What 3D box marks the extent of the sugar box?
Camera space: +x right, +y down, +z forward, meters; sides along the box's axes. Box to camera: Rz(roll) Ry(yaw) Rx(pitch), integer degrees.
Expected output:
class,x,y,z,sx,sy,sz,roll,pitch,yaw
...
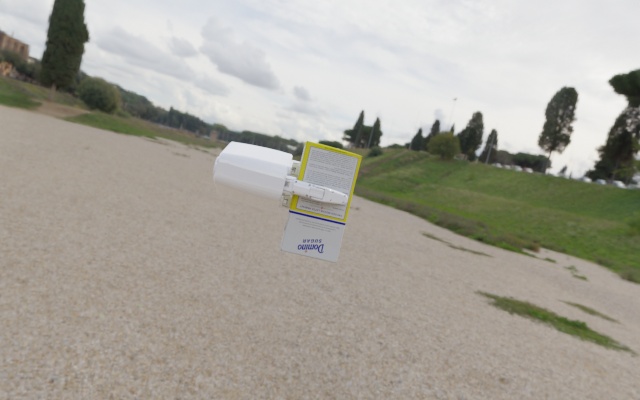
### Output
class,x,y,z,sx,sy,sz,roll,pitch,yaw
sugar box,0.000,0.002,0.761,0.093,0.176,0.048,14,3,-7
